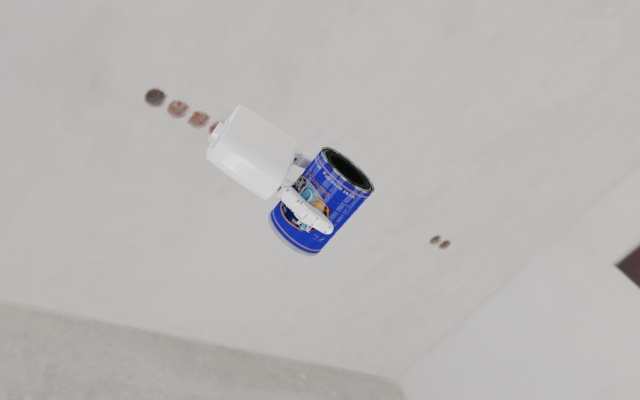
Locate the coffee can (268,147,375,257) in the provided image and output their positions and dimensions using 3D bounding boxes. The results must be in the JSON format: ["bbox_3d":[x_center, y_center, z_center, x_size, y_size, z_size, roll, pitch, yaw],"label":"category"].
[{"bbox_3d":[0.000,0.003,0.741,0.103,0.140,0.102,35,20,-15],"label":"coffee can"}]
